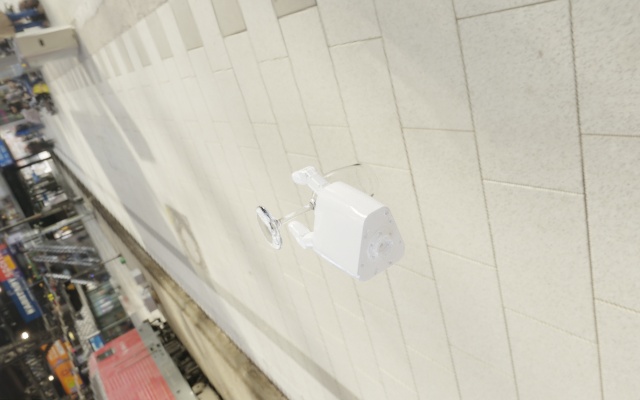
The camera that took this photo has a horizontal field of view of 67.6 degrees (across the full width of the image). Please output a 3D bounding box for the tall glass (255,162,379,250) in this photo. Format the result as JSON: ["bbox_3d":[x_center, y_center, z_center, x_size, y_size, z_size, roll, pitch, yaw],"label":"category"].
[{"bbox_3d":[-0.001,0.003,0.773,0.201,0.079,0.079,-27,13,-27],"label":"tall glass"}]
